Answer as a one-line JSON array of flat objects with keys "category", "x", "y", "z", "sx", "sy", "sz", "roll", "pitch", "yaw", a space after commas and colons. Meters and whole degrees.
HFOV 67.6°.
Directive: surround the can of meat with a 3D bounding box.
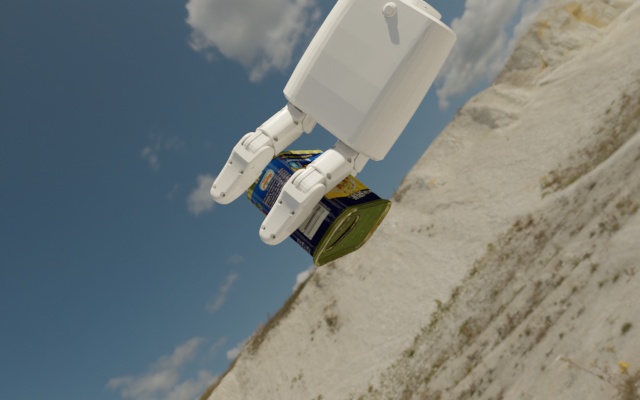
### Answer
[{"category": "can of meat", "x": 0.000, "y": 0.001, "z": 0.406, "sx": 0.084, "sy": 0.057, "sz": 0.102, "roll": 40, "pitch": 23, "yaw": 19}]
